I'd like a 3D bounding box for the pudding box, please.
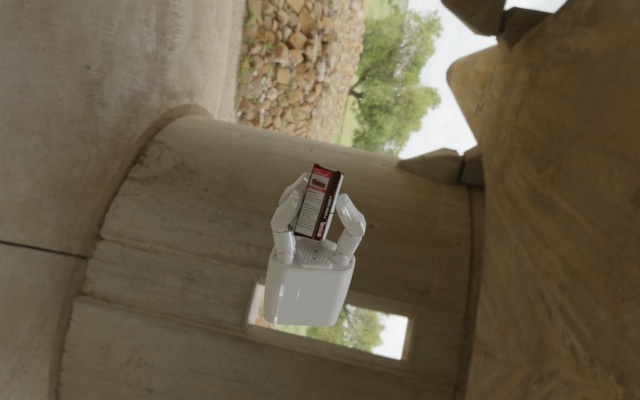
[{"bbox_3d":[0.000,0.002,0.608,0.039,0.090,0.113,16,2,2],"label":"pudding box"}]
